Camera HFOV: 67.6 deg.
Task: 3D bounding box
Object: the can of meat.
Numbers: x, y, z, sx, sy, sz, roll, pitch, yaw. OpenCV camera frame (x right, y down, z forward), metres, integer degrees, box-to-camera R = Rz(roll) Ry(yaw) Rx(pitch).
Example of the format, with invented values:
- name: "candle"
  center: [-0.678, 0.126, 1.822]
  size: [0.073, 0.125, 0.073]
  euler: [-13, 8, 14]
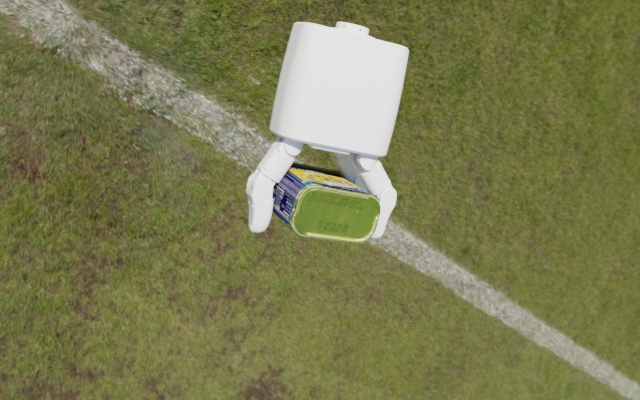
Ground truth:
- name: "can of meat"
  center: [0.000, 0.002, 0.492]
  size: [0.102, 0.057, 0.084]
  euler: [9, 14, -30]
